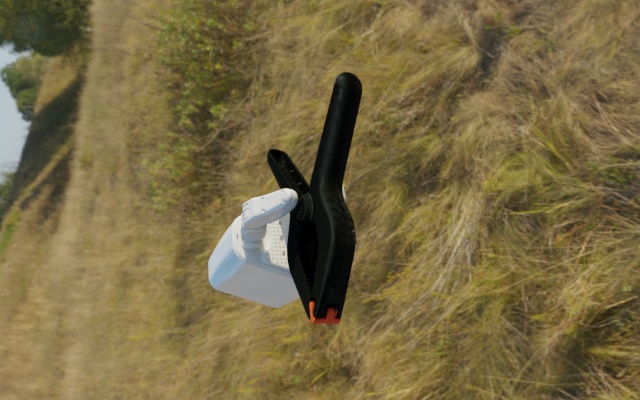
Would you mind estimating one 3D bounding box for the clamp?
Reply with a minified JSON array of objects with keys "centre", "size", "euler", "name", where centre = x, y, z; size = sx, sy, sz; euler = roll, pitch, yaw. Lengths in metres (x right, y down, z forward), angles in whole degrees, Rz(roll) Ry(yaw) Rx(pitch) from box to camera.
[{"centre":[-0.001,0.002,0.431],"size":[0.036,0.210,0.165],"euler":[7,-31,-28],"name":"clamp"}]
